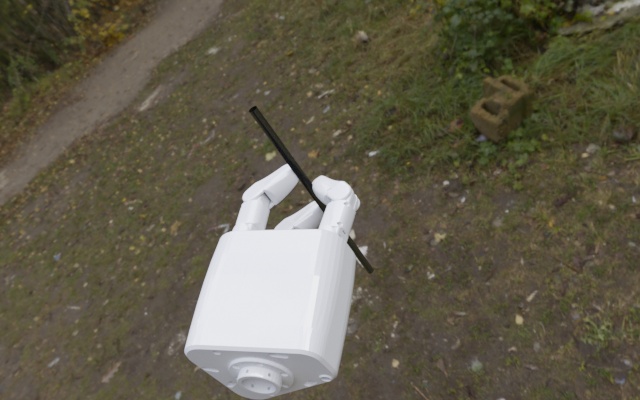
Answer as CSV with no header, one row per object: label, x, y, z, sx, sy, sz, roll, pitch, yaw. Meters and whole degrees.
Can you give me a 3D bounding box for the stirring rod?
stirring rod,0.000,0.002,0.473,0.011,0.011,0.240,0,-41,39
